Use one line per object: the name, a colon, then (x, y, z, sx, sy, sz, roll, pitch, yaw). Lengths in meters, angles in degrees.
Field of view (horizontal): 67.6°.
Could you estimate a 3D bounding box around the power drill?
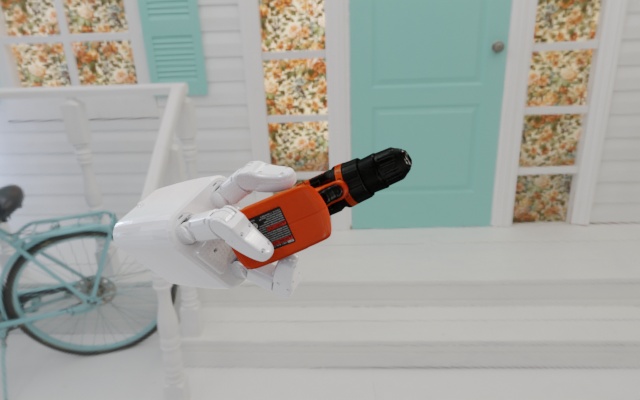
power drill: (0.000, 0.002, 0.502, 0.184, 0.057, 0.187, -25, 2, 22)
